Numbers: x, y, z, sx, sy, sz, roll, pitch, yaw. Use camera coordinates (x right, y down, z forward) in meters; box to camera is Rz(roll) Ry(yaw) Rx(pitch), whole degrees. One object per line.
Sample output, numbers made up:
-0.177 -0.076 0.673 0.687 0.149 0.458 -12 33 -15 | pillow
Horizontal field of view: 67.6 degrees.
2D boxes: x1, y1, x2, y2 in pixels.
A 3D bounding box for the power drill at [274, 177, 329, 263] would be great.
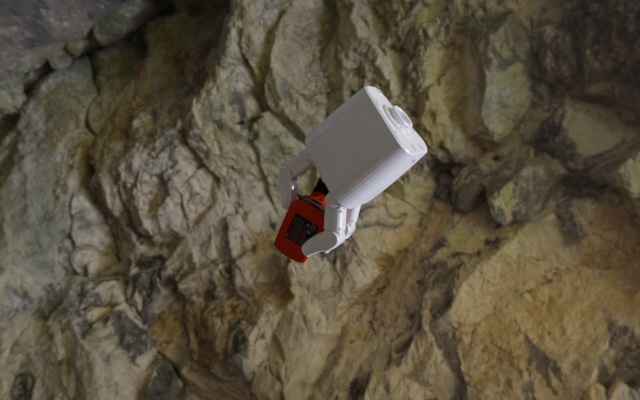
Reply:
0.000 0.002 0.706 0.057 0.185 0.187 29 44 3 | power drill
